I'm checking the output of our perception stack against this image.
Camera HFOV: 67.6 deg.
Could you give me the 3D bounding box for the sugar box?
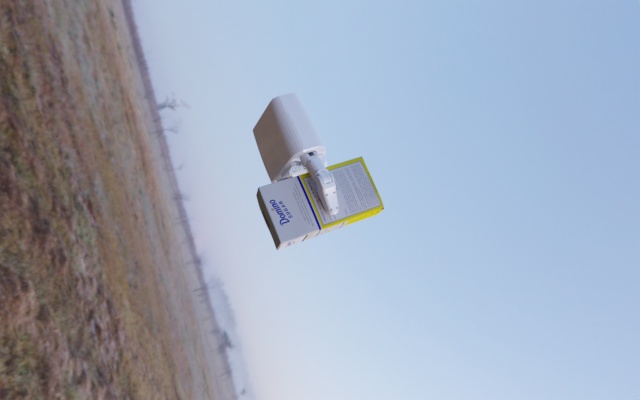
[{"bbox_3d":[0.000,0.002,0.725,0.176,0.093,0.048,-18,-15,-18],"label":"sugar box"}]
